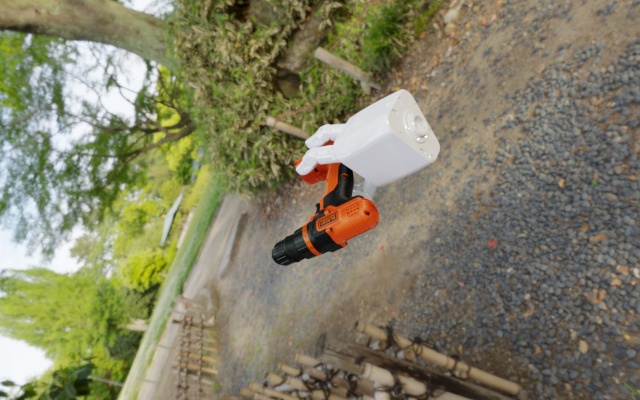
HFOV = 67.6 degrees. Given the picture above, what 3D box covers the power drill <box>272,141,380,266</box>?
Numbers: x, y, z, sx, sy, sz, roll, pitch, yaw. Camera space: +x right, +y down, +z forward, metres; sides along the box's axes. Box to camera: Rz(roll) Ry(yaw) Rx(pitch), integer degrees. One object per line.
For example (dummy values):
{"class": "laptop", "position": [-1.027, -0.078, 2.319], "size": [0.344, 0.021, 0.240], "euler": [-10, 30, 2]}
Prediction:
{"class": "power drill", "position": [0.000, 0.002, 0.759], "size": [0.184, 0.187, 0.057], "euler": [-26, -45, 22]}
